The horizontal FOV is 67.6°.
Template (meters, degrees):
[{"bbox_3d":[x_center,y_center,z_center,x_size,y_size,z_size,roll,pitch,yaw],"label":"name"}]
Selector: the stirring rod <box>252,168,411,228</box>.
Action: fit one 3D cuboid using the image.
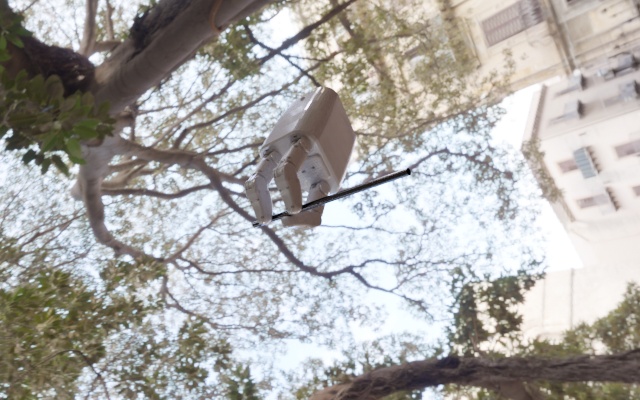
[{"bbox_3d":[0.000,0.002,0.547,0.239,0.011,0.011,-19,-13,40],"label":"stirring rod"}]
